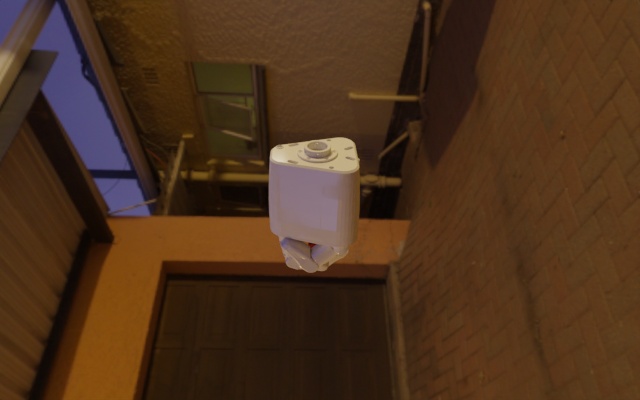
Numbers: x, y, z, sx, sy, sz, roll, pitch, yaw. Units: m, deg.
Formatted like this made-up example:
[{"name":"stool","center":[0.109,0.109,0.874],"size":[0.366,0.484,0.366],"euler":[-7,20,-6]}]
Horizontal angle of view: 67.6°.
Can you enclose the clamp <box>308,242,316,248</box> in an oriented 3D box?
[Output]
[{"name":"clamp","center":[-0.001,0.002,0.706],"size":[0.039,0.120,0.171],"euler":[-1,32,-1]}]
